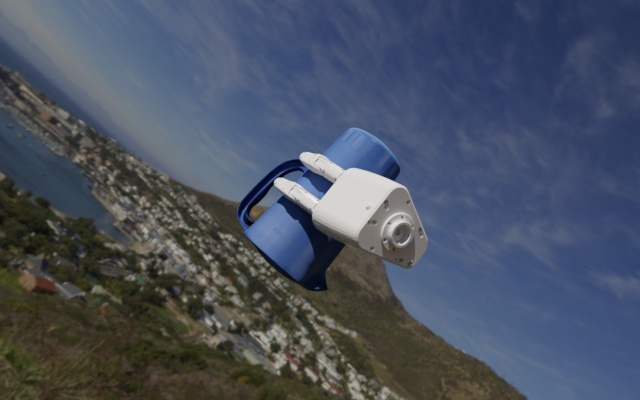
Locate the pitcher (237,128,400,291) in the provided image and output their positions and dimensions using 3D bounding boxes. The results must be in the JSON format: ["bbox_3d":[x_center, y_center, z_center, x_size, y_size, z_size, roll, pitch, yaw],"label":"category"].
[{"bbox_3d":[0.000,0.002,0.731,0.149,0.243,0.145,46,-11,-29],"label":"pitcher"}]
